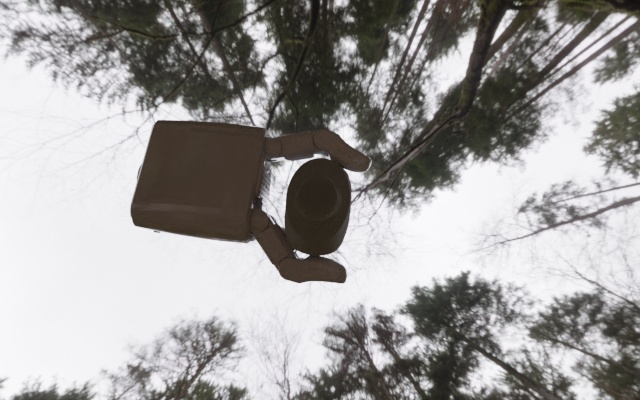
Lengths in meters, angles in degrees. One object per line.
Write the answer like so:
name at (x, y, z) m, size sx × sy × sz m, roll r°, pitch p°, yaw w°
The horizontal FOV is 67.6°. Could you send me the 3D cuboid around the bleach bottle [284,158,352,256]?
bleach bottle at (0.000, 0.002, 0.457) m, size 0.068 × 0.102 × 0.251 m, roll 7°, pitch -6°, yaw 1°
